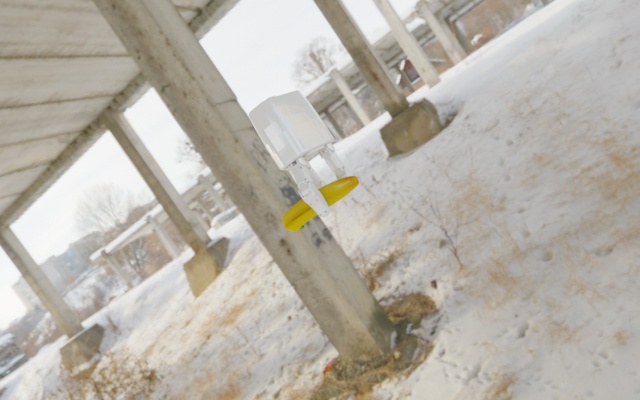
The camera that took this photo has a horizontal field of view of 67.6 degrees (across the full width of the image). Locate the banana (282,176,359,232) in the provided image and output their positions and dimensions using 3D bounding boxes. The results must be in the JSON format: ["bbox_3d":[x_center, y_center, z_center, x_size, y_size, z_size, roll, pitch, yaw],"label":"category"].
[{"bbox_3d":[-0.014,0.010,0.803,0.069,0.037,0.198,-27,-7,-40],"label":"banana"}]
